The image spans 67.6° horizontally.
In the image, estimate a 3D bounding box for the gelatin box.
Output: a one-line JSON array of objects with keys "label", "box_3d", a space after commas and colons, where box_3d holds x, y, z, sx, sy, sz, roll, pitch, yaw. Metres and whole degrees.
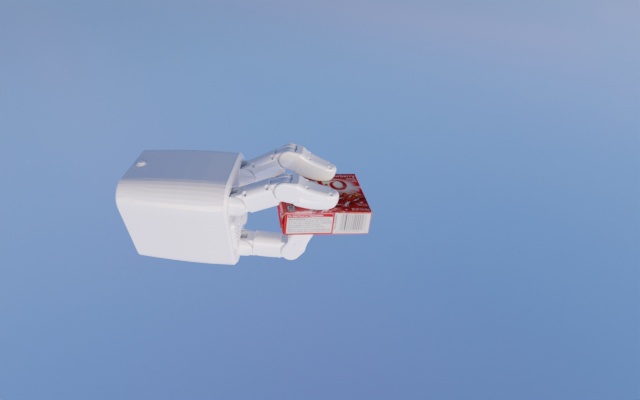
[{"label": "gelatin box", "box_3d": [0.000, 0.002, 0.486, 0.089, 0.030, 0.073, 0, 34, -12]}]
